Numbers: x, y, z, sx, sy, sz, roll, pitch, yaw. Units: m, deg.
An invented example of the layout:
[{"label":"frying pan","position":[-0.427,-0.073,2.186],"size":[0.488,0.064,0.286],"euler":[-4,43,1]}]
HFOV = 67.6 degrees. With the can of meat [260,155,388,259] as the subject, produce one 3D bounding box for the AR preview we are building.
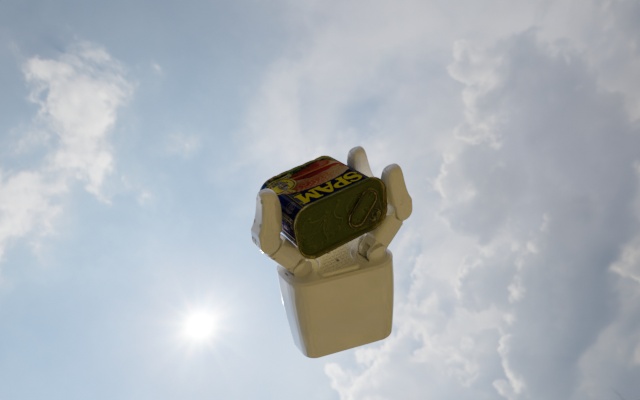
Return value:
[{"label":"can of meat","position":[0.000,0.001,0.472],"size":[0.102,0.057,0.084],"euler":[-24,33,-23]}]
